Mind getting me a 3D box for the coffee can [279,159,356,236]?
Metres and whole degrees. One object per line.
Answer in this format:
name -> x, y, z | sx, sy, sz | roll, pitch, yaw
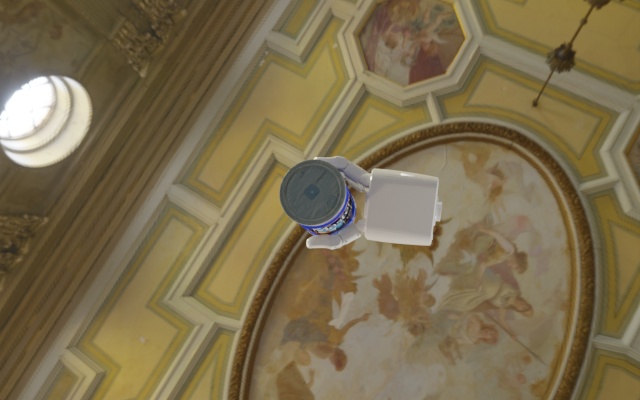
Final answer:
coffee can -> 0.000, 0.003, 0.781 | 0.103, 0.102, 0.140 | 0, -13, 11
